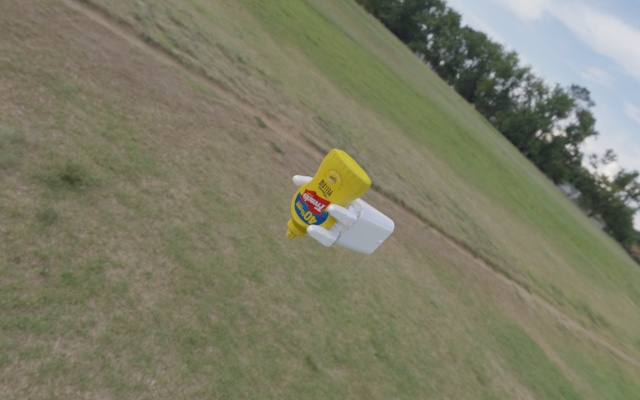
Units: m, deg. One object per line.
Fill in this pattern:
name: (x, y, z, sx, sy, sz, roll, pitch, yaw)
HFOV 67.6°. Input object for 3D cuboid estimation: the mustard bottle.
mustard bottle: (0.000, 0.003, 0.892, 0.096, 0.192, 0.058, 50, 20, 22)
